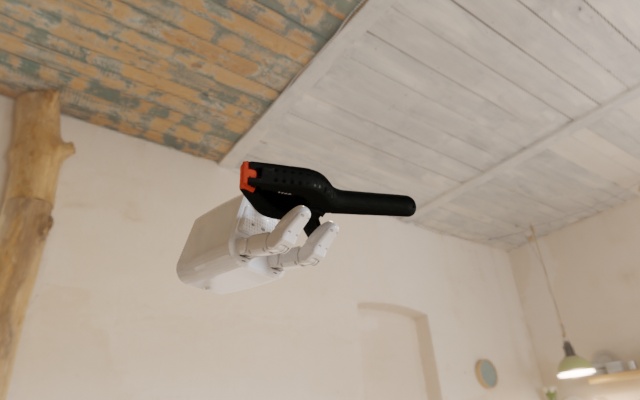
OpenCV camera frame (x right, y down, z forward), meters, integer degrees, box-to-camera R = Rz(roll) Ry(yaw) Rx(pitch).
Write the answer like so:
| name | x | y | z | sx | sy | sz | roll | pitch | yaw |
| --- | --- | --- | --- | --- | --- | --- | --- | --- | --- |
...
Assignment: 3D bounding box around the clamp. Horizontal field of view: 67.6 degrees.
| name | x | y | z | sx | sy | sz | roll | pitch | yaw |
| --- | --- | --- | --- | --- | --- | --- | --- | --- | --- |
| clamp | 0.000 | 0.001 | 0.554 | 0.164 | 0.036 | 0.210 | -22 | -33 | 31 |
